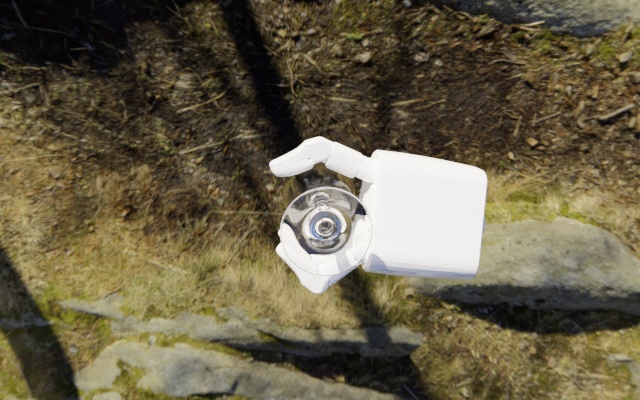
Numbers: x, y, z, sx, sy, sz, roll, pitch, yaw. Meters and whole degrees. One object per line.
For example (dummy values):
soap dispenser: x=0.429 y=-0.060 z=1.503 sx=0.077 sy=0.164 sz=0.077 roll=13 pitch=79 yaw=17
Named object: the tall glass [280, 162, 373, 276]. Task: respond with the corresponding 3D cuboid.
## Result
tall glass: x=0.000 y=0.002 z=0.475 sx=0.079 sy=0.079 sz=0.201 roll=0 pitch=14 yaw=-3
